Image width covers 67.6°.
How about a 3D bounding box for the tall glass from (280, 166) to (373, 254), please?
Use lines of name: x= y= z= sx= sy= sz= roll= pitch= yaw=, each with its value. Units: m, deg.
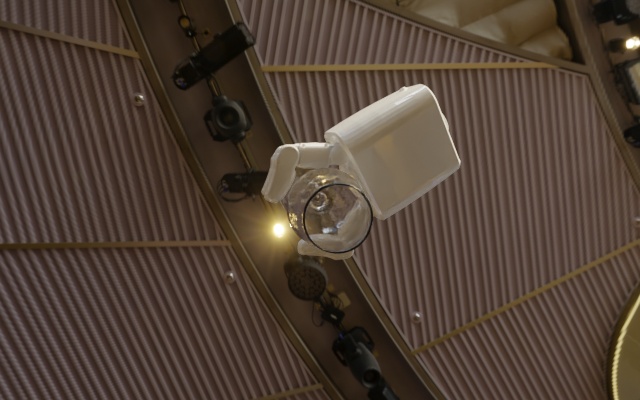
tall glass: x=0.000 y=0.002 z=0.504 sx=0.079 sy=0.079 sz=0.201 roll=0 pitch=8 yaw=-9
